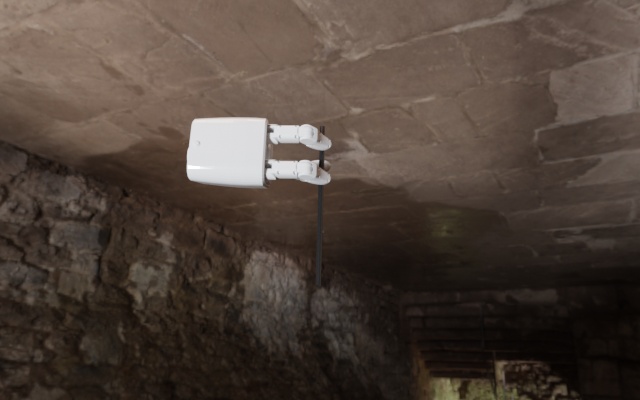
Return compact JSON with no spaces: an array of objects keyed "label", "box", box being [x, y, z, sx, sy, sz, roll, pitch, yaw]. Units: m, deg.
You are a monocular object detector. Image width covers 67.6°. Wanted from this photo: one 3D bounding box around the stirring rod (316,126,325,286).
[{"label":"stirring rod","box":[0.000,0.002,0.689,0.011,0.239,0.011,1,-18,0]}]
